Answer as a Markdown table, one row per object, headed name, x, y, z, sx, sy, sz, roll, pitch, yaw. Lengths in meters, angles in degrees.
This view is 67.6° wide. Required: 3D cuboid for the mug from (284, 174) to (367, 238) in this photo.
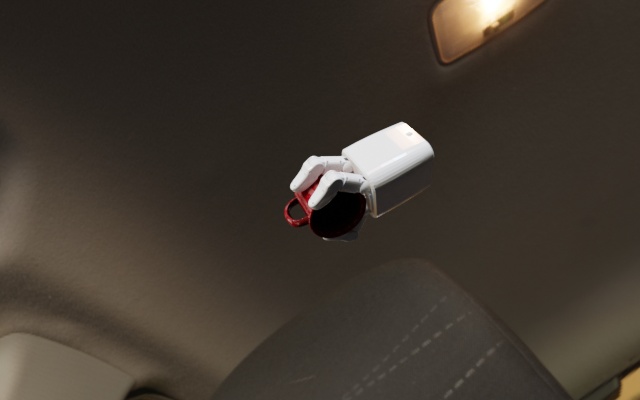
| name | x | y | z | sx | sy | sz | roll | pitch | yaw |
| --- | --- | --- | --- | --- | --- | --- | --- | --- | --- |
| mug | -0.001 | 0.003 | 0.728 | 0.117 | 0.093 | 0.081 | -27 | 43 | -8 |
